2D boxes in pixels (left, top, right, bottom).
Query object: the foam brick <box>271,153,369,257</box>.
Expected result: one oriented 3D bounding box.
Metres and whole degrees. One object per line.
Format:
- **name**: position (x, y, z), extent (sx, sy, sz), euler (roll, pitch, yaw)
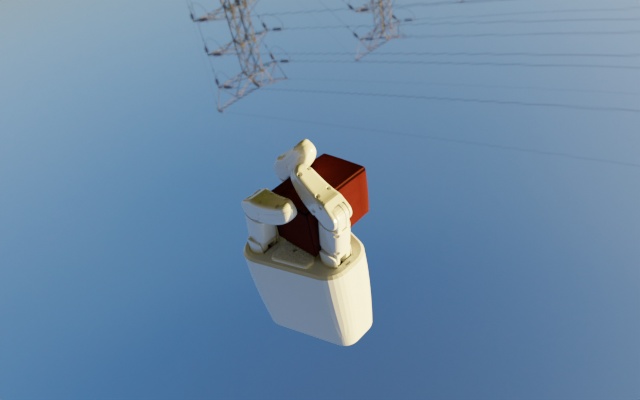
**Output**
- **foam brick**: position (0.000, 0.001, 0.440), extent (0.053, 0.051, 0.078), euler (25, 51, 39)
